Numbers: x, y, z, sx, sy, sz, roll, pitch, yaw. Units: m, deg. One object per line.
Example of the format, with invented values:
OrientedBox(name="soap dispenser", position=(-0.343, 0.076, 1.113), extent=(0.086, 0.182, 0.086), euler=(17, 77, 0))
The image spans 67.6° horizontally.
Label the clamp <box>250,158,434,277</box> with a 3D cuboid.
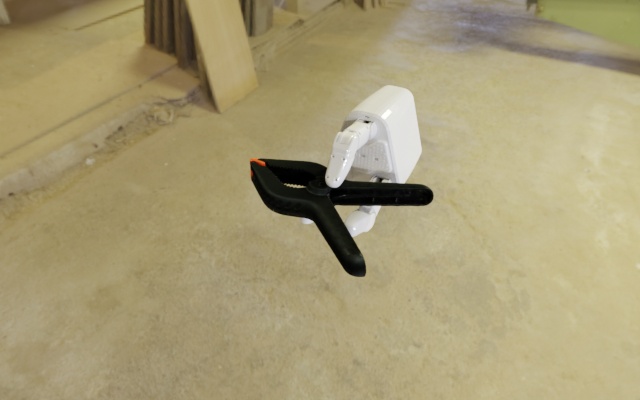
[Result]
OrientedBox(name="clamp", position=(0.000, 0.001, 0.521), extent=(0.210, 0.036, 0.164), euler=(18, 36, 21))
